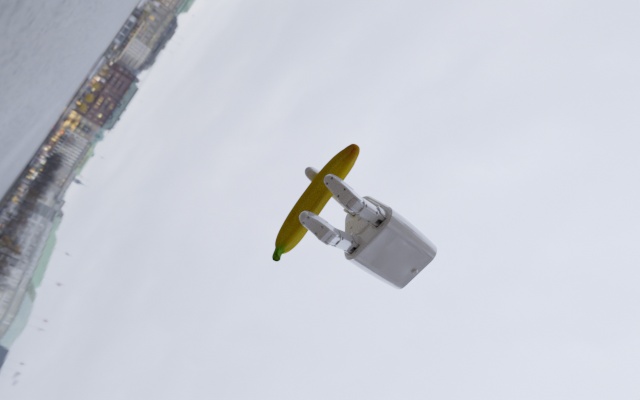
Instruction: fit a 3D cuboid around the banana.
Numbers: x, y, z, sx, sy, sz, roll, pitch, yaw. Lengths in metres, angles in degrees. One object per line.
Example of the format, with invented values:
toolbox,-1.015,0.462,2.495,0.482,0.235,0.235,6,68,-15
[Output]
banana,-0.008,0.003,0.683,0.037,0.198,0.069,36,-7,-18
